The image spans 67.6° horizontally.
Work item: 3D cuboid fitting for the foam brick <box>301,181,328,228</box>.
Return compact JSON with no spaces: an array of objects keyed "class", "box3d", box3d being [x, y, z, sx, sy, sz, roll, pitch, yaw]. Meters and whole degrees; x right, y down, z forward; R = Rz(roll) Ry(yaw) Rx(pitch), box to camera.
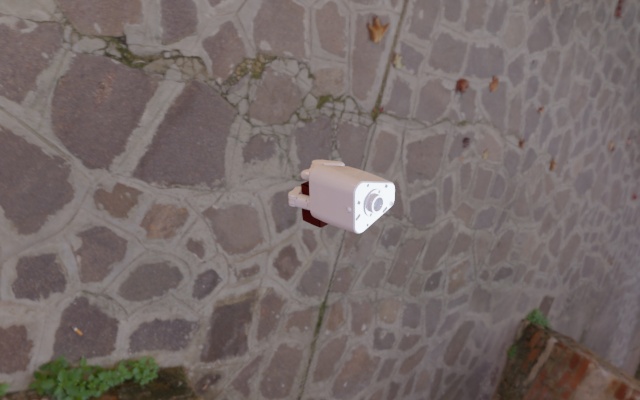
[{"class":"foam brick","box3d":[0.000,0.003,0.894,0.053,0.078,0.051,-22,31,-39]}]
